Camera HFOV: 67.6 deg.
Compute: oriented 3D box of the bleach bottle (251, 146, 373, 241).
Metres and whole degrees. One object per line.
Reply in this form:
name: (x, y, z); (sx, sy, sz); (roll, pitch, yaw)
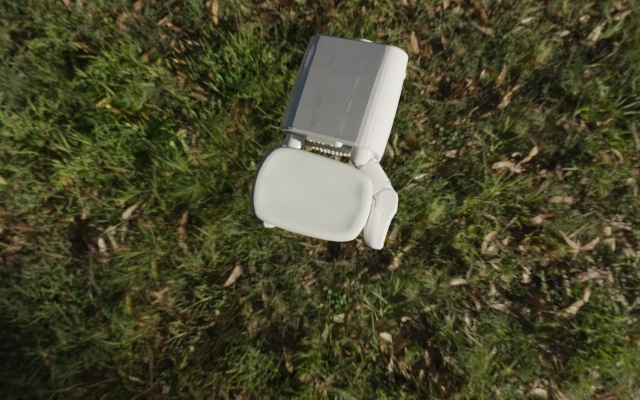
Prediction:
bleach bottle: (0.000, 0.002, 0.511); (0.102, 0.068, 0.251); (17, -2, 4)
